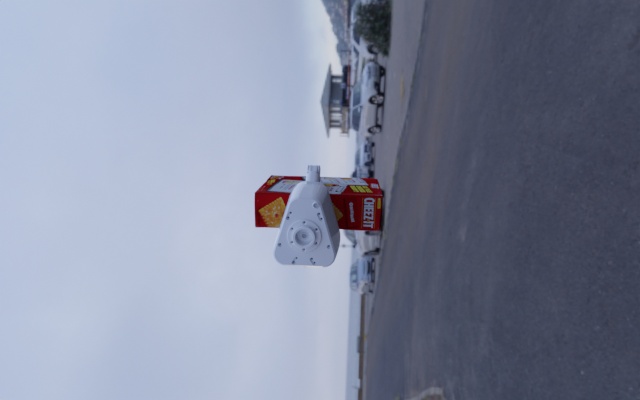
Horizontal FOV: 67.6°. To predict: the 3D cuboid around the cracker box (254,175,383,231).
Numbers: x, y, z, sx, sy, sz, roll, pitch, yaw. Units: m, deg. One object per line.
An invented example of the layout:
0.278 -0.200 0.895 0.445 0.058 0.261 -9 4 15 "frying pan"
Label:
0.000 0.003 0.868 0.214 0.072 0.164 2 13 3 "cracker box"
